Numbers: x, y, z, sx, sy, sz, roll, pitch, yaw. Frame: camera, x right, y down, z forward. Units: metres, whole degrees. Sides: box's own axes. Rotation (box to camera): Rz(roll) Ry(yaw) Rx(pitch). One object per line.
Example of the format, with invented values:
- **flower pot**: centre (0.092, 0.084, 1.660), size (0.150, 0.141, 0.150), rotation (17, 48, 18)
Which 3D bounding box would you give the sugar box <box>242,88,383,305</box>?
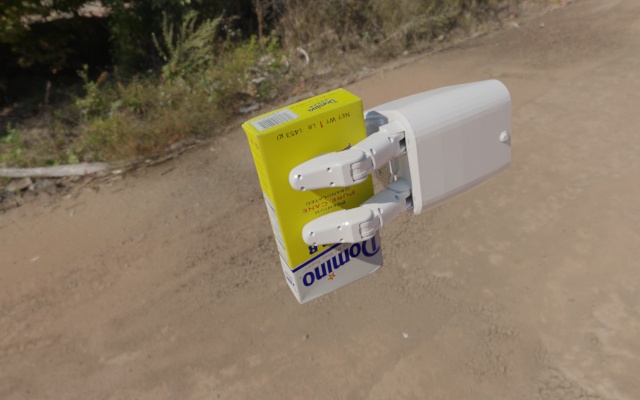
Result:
- **sugar box**: centre (0.000, 0.001, 0.422), size (0.093, 0.176, 0.048), rotation (-22, 31, -15)
